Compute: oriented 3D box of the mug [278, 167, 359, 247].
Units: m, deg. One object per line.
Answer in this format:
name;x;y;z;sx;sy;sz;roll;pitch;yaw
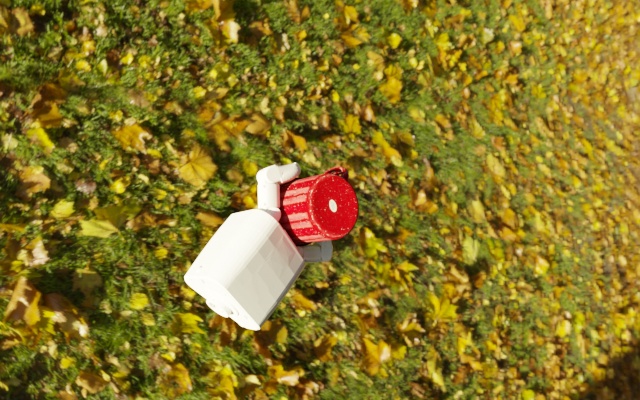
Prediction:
mug;0.001;0.001;0.614;0.093;0.117;0.081;47;-31;-22
